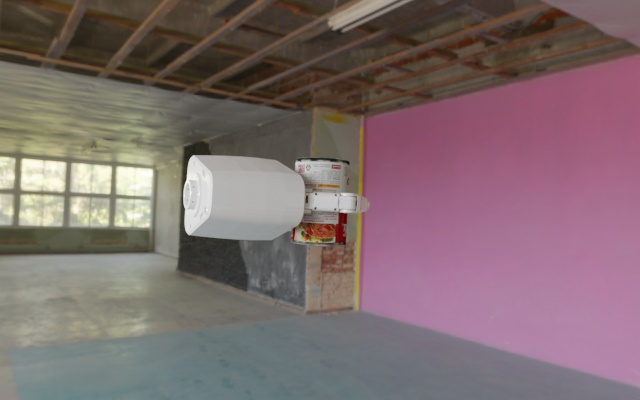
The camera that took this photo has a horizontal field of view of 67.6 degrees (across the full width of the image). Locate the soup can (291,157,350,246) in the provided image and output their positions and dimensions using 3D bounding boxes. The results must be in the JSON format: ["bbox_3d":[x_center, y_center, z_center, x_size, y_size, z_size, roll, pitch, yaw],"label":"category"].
[{"bbox_3d":[0.001,0.002,0.580,0.068,0.102,0.068,3,-1,0],"label":"soup can"}]
